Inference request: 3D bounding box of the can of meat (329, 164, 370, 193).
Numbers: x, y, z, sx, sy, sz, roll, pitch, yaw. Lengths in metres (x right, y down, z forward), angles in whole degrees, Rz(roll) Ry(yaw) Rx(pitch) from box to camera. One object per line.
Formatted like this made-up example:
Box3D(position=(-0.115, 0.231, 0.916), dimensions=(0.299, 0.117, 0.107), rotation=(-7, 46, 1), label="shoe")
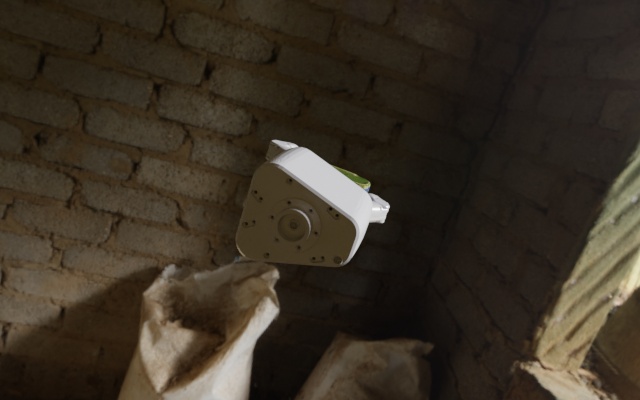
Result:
Box3D(position=(0.000, 0.002, 0.564), dimensions=(0.102, 0.084, 0.057), rotation=(21, 15, 9), label="can of meat")
